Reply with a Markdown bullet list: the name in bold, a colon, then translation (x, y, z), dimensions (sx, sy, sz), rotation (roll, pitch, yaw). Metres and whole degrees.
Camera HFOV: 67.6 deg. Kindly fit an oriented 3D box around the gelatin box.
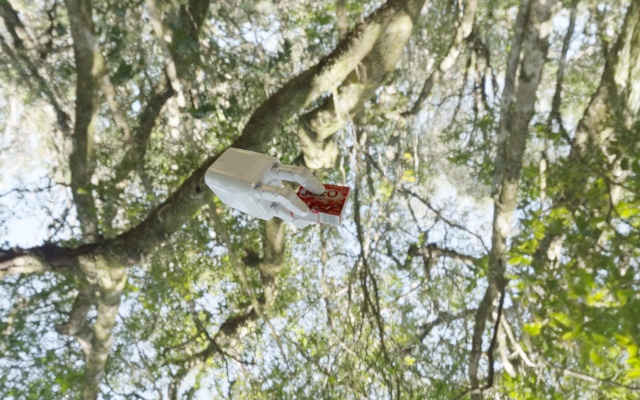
- **gelatin box**: translation (0.000, 0.003, 0.831), dimensions (0.089, 0.030, 0.073), rotation (10, 46, 13)
